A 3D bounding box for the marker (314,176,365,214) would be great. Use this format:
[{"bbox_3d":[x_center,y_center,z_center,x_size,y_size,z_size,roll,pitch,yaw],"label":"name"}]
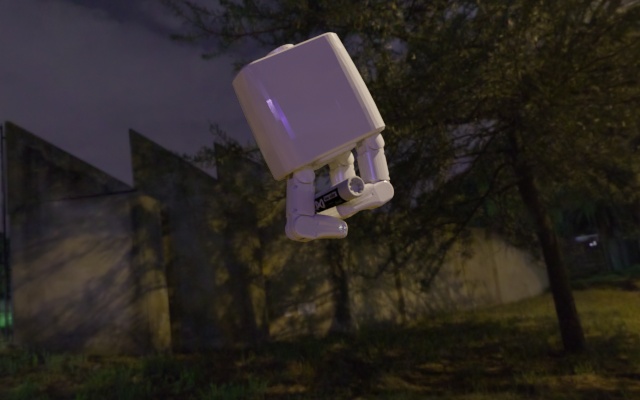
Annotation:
[{"bbox_3d":[0.000,0.002,0.451,0.020,0.020,0.121,0,-13,-30],"label":"marker"}]
